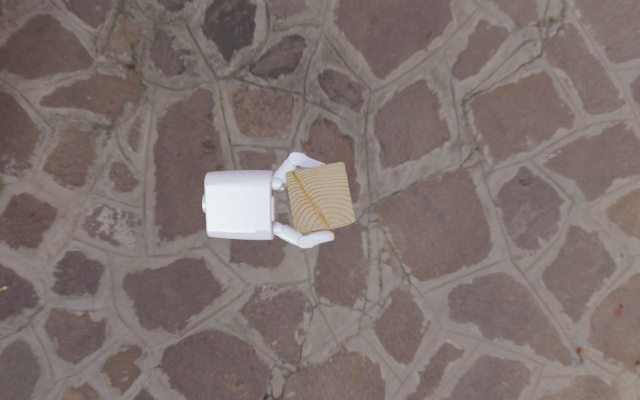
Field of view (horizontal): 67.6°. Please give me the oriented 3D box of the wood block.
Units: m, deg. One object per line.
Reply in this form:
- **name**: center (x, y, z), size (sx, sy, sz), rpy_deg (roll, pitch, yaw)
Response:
- **wood block**: center (0.000, 0.003, 0.785), size (0.090, 0.091, 0.206), rpy_deg (-10, -4, 0)
